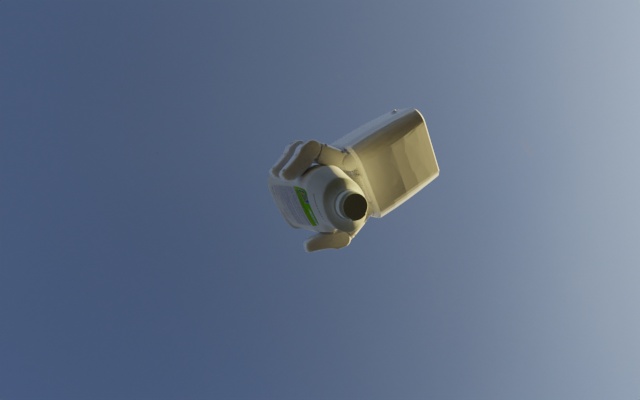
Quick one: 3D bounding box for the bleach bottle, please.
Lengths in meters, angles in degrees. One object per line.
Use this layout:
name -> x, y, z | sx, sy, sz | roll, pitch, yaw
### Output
bleach bottle -> 0.000, 0.002, 0.609 | 0.068, 0.102, 0.251 | -33, 15, -13
